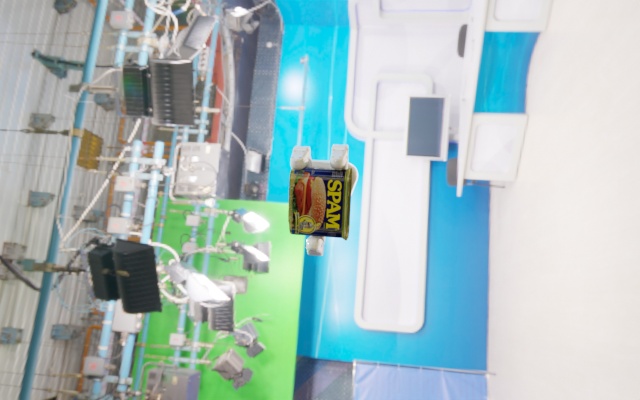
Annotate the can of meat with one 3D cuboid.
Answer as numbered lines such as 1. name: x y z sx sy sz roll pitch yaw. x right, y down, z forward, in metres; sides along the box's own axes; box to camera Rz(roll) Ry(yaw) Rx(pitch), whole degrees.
1. can of meat: 0.000 0.002 0.682 0.084 0.102 0.057 4 8 8
